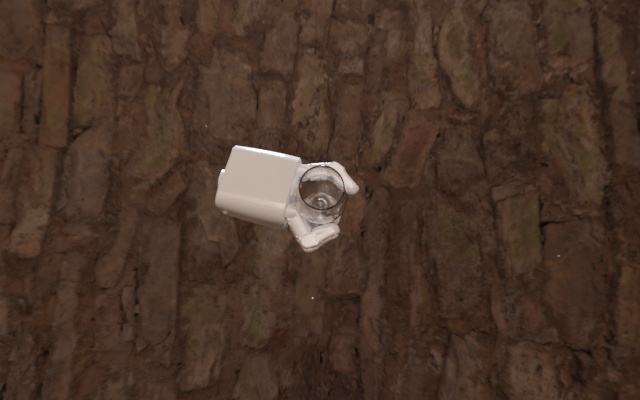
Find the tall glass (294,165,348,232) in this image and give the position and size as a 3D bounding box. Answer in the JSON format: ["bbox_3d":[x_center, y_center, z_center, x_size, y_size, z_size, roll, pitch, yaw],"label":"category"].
[{"bbox_3d":[0.000,0.002,0.729,0.079,0.079,0.201,0,-11,-1],"label":"tall glass"}]
